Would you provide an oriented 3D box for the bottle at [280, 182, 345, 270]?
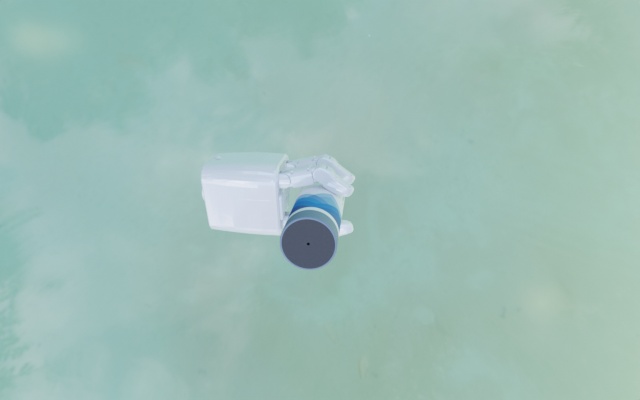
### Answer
[{"bbox_3d":[0.000,0.002,0.681,0.069,0.069,0.295,0,19,6],"label":"bottle"}]
